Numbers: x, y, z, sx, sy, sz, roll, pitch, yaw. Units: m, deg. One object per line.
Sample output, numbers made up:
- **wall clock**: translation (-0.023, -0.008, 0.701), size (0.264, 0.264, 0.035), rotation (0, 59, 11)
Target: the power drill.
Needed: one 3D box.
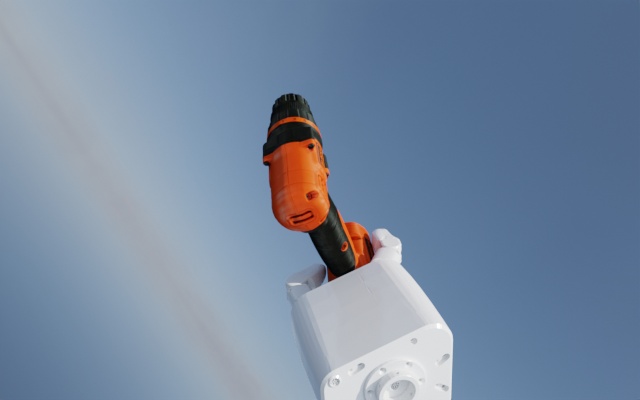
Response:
- **power drill**: translation (0.000, 0.002, 0.482), size (0.057, 0.188, 0.184), rotation (-20, 39, 12)
